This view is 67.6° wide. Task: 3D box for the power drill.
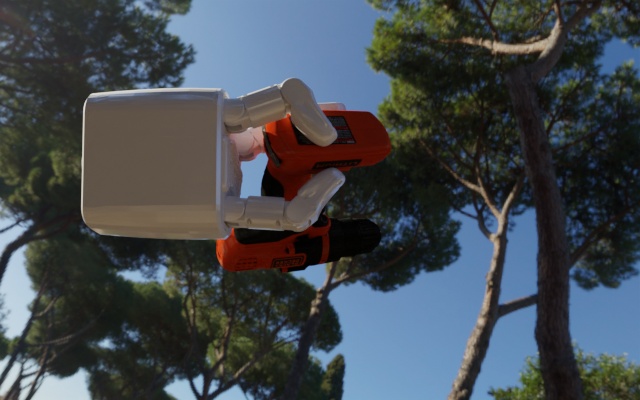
[{"bbox_3d":[0.000,0.001,0.462,0.184,0.057,0.188,-5,-40,-24],"label":"power drill"}]
